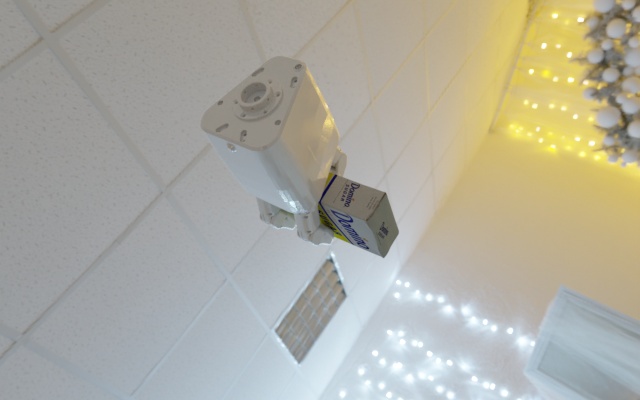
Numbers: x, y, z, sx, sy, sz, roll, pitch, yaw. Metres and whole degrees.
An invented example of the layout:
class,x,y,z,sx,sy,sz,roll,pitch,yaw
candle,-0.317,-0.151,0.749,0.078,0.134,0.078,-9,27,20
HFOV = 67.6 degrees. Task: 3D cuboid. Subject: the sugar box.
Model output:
class,x,y,z,sx,sy,sz,roll,pitch,yaw
sugar box,0.000,0.002,0.562,0.176,0.048,0.093,24,-21,31
